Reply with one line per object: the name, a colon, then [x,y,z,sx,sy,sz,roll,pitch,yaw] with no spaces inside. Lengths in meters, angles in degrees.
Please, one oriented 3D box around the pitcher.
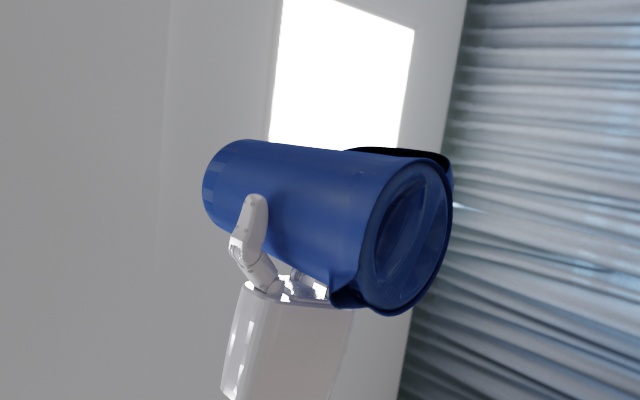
pitcher: [0.000,0.002,0.470,0.243,0.145,0.149,17,6,42]
